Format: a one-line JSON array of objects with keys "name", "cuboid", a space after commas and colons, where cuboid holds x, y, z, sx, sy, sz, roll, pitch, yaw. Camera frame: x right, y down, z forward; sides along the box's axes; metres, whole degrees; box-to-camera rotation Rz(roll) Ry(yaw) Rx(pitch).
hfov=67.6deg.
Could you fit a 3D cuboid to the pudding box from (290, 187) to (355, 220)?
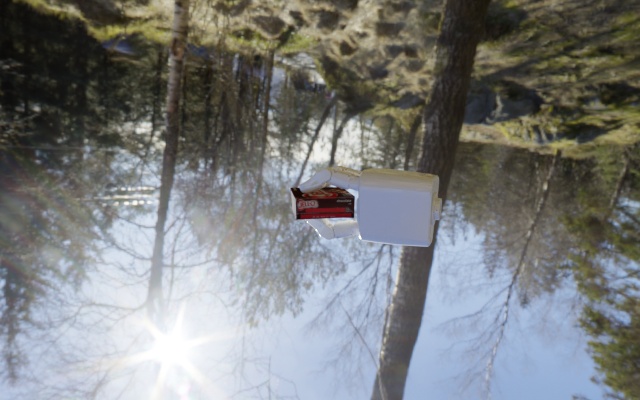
[{"name": "pudding box", "cuboid": [0.000, 0.003, 0.757, 0.090, 0.039, 0.113, 0, 7, -8]}]
